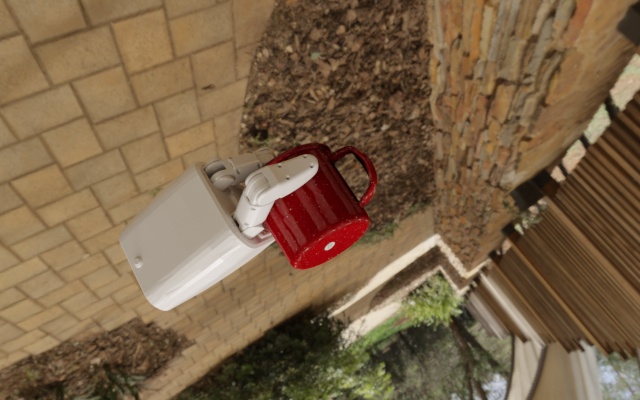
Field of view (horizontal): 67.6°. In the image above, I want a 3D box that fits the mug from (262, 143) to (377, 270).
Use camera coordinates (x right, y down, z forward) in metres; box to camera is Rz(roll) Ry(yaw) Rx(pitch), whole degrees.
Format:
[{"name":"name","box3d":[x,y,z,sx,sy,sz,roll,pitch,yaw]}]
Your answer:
[{"name":"mug","box3d":[0.001,0.001,0.429,0.117,0.081,0.093,-38,-21,12]}]
